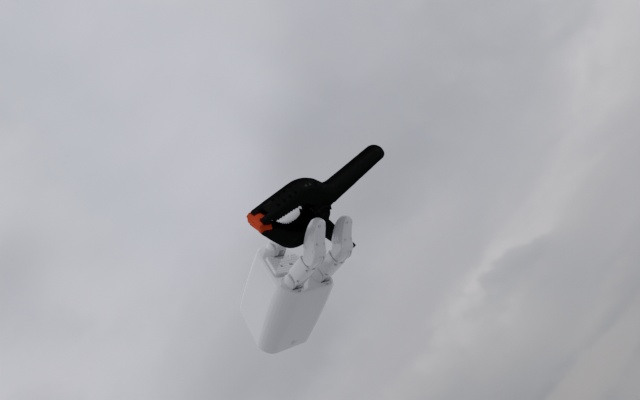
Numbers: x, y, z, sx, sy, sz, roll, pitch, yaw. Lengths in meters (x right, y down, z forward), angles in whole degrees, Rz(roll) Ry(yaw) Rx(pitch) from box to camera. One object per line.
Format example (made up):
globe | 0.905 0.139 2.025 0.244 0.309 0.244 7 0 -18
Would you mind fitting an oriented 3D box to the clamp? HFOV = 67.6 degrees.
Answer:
clamp | -0.001 0.002 0.615 0.036 0.165 0.210 33 24 36
